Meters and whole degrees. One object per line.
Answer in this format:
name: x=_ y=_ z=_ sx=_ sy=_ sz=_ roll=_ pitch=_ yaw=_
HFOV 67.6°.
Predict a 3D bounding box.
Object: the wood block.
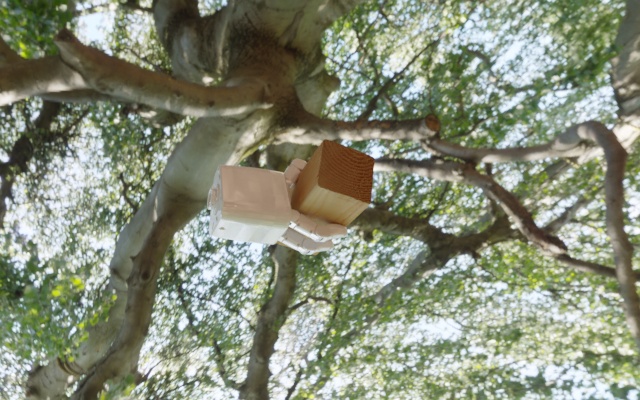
wood block: x=0.000 y=0.002 z=0.790 sx=0.090 sy=0.090 sz=0.206 roll=18 pitch=-33 yaw=-16
